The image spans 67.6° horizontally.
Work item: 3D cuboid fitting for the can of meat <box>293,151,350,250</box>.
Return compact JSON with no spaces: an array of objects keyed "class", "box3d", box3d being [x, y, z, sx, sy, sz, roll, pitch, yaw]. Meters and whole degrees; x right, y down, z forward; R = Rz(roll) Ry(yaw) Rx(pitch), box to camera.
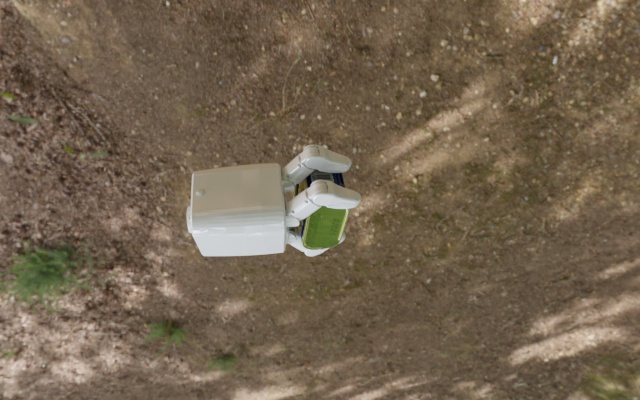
[{"class":"can of meat","box3d":[0.000,0.002,0.609,0.057,0.084,0.102,-1,-40,-11]}]
